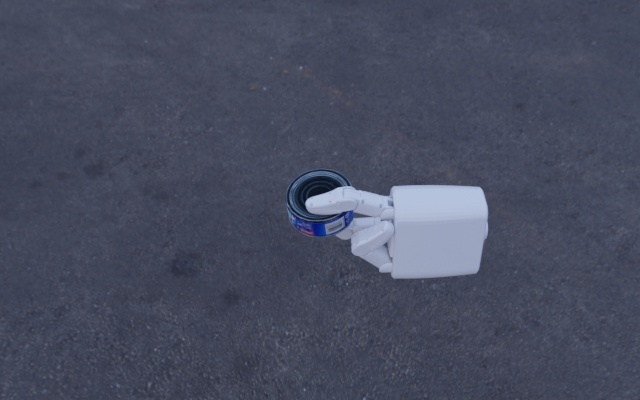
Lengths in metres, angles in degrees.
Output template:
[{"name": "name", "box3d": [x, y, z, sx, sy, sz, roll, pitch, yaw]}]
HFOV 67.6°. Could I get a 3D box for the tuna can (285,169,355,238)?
[{"name": "tuna can", "box3d": [0.000, 0.002, 0.591, 0.086, 0.086, 0.034, 0, -38, 7]}]
